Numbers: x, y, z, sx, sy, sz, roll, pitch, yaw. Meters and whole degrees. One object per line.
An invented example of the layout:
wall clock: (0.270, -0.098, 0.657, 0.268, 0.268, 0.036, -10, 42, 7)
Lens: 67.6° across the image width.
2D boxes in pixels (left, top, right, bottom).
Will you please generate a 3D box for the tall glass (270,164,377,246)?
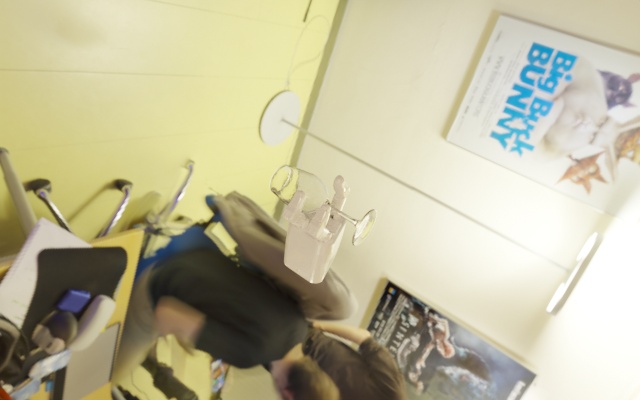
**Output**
tall glass: (0.001, 0.003, 0.883, 0.201, 0.079, 0.079, 31, 13, 24)
